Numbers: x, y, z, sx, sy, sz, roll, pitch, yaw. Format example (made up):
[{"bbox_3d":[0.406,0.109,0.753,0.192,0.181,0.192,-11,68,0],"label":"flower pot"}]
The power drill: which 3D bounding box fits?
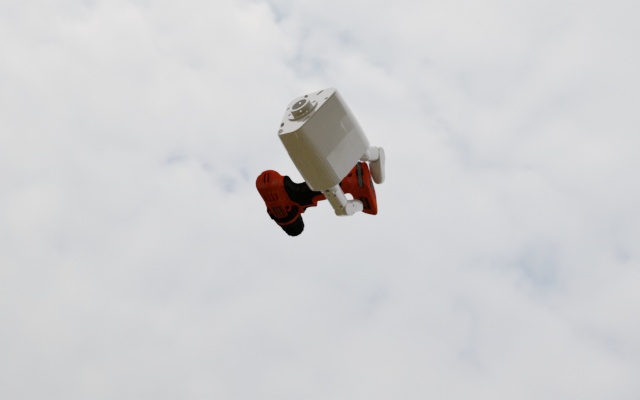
[{"bbox_3d":[0.001,0.002,0.817,0.187,0.057,0.184,-10,-31,10],"label":"power drill"}]
